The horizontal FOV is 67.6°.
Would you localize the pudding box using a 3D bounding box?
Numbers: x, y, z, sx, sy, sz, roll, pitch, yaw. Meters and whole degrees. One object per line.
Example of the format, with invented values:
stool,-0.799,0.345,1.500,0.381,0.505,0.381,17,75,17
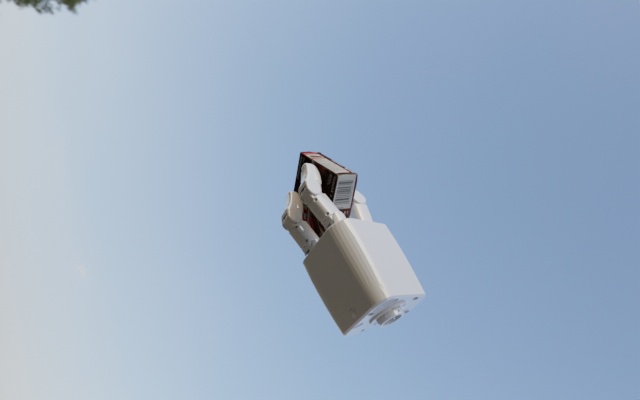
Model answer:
pudding box,0.000,0.002,0.631,0.039,0.113,0.090,-2,24,-37
